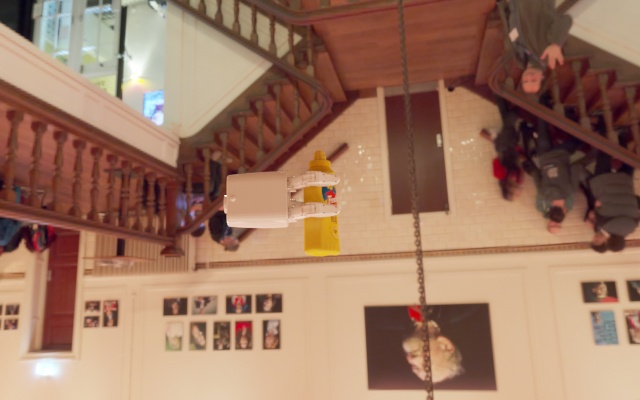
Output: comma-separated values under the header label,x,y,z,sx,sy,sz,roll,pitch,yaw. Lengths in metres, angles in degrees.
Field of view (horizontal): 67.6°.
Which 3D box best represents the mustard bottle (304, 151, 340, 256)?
label,x,y,z,sx,sy,sz,roll,pitch,yaw
mustard bottle,0.000,0.003,0.871,0.058,0.191,0.096,-7,-13,21
